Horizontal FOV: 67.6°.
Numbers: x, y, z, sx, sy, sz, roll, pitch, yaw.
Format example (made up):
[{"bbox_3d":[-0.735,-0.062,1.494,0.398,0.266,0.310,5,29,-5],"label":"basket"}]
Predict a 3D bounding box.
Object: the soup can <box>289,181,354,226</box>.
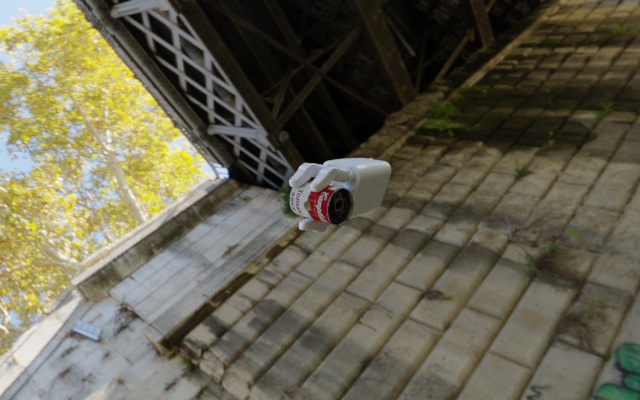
[{"bbox_3d":[0.000,0.003,0.864,0.102,0.068,0.068,14,10,43],"label":"soup can"}]
